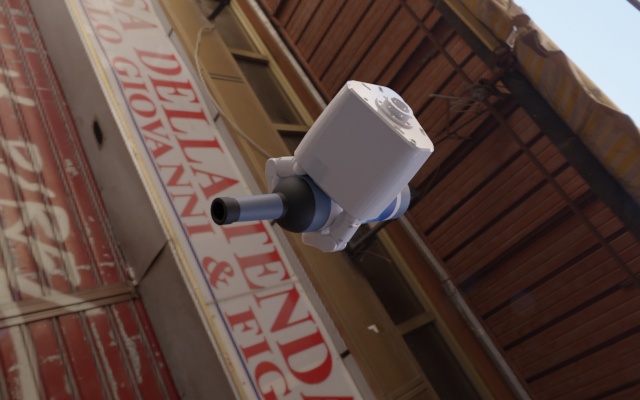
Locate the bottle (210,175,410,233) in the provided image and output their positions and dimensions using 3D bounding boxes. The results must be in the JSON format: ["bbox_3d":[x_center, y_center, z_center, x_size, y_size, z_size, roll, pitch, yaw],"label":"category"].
[{"bbox_3d":[0.000,0.002,0.570,0.069,0.069,0.295,0,3,42],"label":"bottle"}]
